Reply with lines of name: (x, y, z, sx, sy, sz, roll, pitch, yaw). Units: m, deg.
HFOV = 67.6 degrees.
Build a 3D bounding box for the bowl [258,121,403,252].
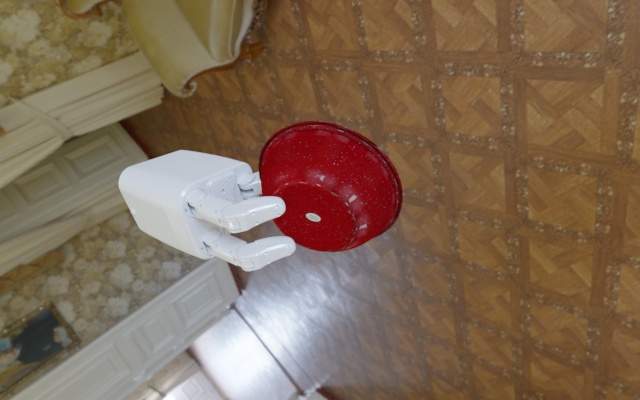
bowl: (0.001, 0.002, 0.490, 0.162, 0.162, 0.055, 0, 39, 24)
